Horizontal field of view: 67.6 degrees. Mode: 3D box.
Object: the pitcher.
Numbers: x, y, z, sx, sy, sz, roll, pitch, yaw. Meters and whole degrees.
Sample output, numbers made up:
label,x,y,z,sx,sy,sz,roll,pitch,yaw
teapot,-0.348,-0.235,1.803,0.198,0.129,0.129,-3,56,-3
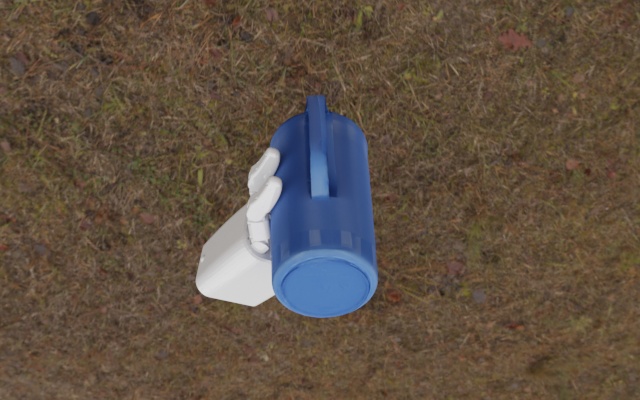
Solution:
label,x,y,z,sx,sy,sz,roll,pitch,yaw
pitcher,0.000,0.002,0.558,0.149,0.242,0.145,36,-59,-29
